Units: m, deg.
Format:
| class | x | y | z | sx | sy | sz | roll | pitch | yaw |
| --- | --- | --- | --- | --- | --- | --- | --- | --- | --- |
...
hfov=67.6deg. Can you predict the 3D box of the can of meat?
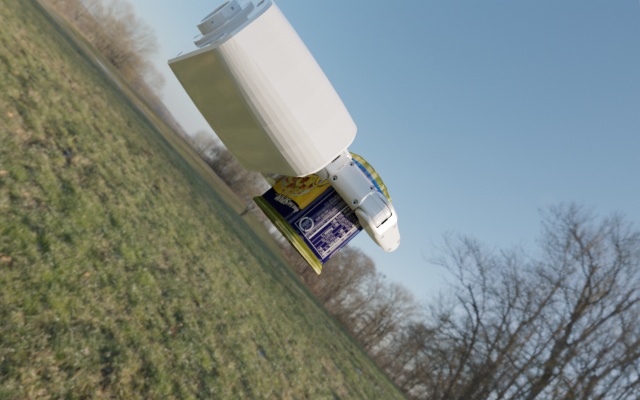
| class | x | y | z | sx | sy | sz | roll | pitch | yaw |
| --- | --- | --- | --- | --- | --- | --- | --- | --- | --- |
| can of meat | 0.000 | 0.001 | 0.401 | 0.084 | 0.057 | 0.102 | -40 | 26 | -7 |
